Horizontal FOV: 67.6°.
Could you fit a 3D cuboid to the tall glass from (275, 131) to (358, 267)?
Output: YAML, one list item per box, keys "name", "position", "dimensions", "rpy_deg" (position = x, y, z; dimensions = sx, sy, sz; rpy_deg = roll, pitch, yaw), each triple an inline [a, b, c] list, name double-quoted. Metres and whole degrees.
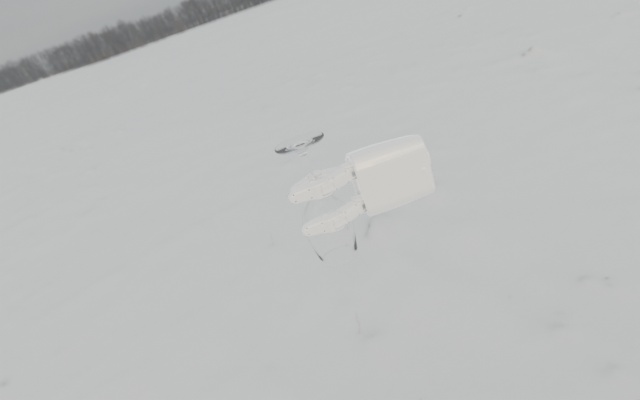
- name: "tall glass"
  position: [0.000, 0.002, 0.720]
  dimensions: [0.079, 0.201, 0.079]
  rpy_deg: [-16, 24, 7]
